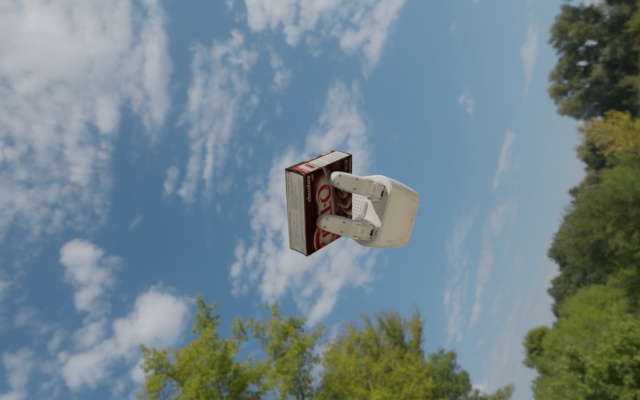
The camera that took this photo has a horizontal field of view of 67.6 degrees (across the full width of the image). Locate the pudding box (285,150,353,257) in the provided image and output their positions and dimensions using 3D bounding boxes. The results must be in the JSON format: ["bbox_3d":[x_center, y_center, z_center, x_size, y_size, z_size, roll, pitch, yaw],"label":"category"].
[{"bbox_3d":[0.000,0.002,0.604,0.039,0.113,0.090,16,30,38],"label":"pudding box"}]
